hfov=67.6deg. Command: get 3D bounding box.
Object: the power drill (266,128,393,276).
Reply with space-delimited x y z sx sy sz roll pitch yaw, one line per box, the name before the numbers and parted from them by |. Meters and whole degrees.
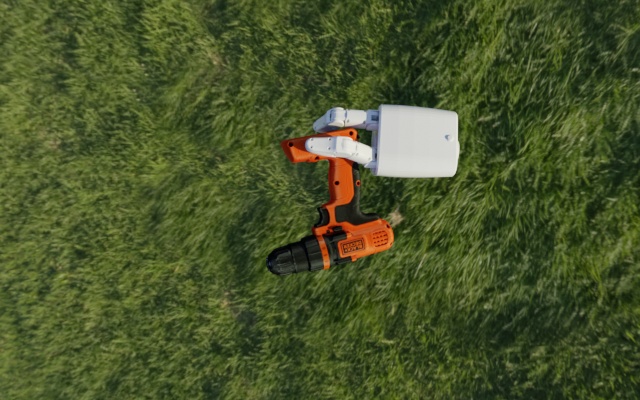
power drill | 0.000 0.002 0.663 0.184 0.188 0.057 -14 10 -14
